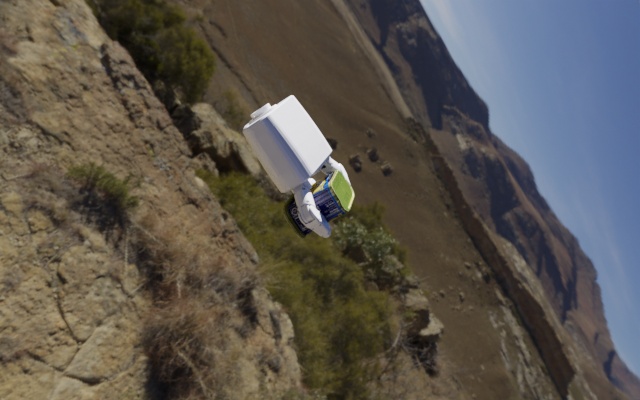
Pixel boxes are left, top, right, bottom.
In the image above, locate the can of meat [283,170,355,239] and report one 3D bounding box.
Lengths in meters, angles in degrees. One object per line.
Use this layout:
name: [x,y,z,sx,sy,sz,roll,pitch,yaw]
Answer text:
can of meat: [0.000,0.002,0.722,0.084,0.057,0.102,-29,12,18]
